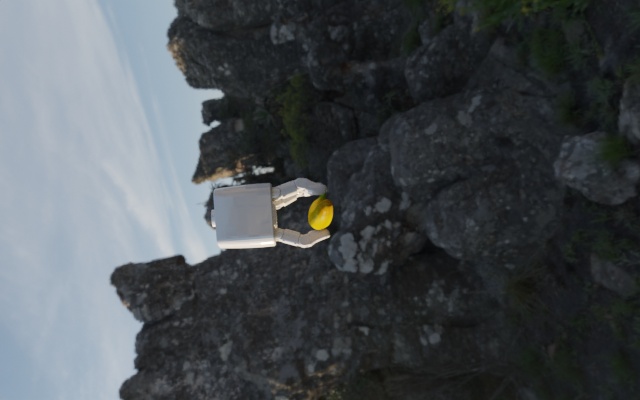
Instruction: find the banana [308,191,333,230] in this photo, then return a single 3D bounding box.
[{"bbox_3d":[-0.002,0.021,0.881,0.037,0.069,0.198,5,7,-4],"label":"banana"}]
